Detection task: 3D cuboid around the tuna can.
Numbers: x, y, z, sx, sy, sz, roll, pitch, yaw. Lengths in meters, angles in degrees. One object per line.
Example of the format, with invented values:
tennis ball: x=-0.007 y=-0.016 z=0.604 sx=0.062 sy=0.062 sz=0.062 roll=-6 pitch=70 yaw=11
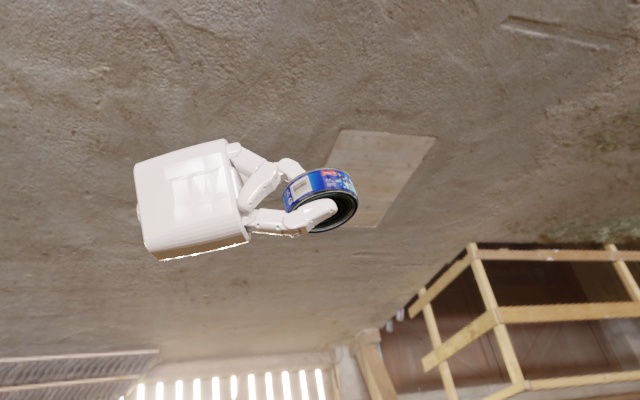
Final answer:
tuna can: x=0.000 y=0.002 z=0.552 sx=0.086 sy=0.033 sz=0.086 roll=-12 pitch=-34 yaw=-8
